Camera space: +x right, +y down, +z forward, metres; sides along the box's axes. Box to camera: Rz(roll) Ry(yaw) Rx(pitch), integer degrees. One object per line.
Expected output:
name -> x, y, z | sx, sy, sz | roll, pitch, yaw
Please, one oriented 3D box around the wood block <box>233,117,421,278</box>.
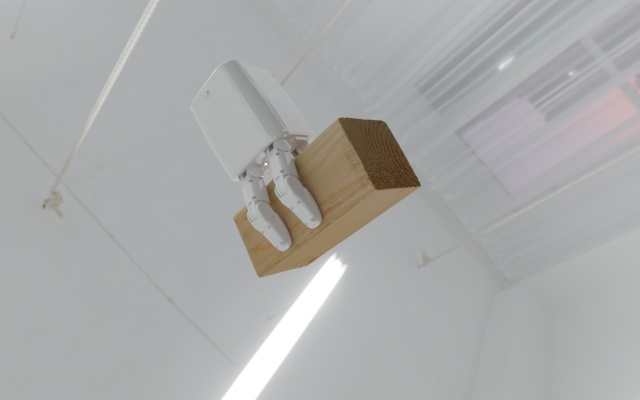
wood block -> 0.000, 0.002, 0.561 | 0.091, 0.090, 0.206 | -7, -25, -48
